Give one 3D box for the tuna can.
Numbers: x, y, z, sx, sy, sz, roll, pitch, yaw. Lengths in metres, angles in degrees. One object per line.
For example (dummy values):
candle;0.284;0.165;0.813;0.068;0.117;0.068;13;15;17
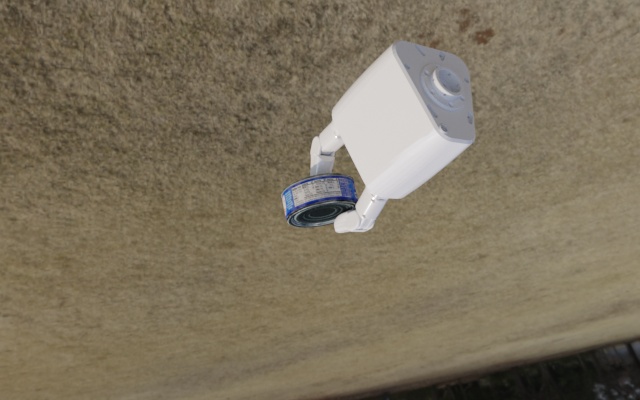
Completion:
tuna can;0.000;0.002;0.542;0.086;0.033;0.086;-10;-19;-4
